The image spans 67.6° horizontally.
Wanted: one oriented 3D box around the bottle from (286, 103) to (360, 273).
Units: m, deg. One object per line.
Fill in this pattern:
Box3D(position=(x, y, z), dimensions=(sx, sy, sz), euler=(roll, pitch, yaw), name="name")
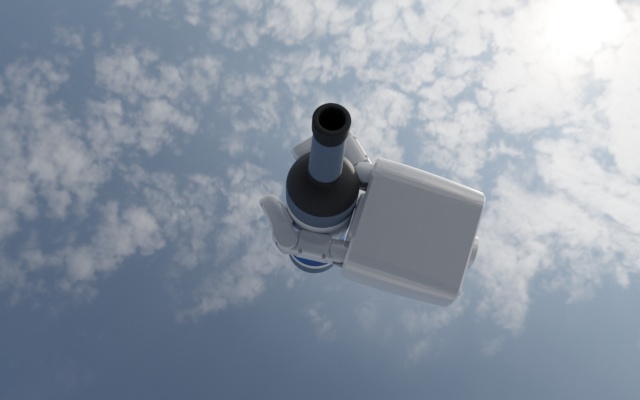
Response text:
Box3D(position=(0.000, 0.002, 0.462), dimensions=(0.069, 0.069, 0.296), euler=(0, -23, -3), name="bottle")
